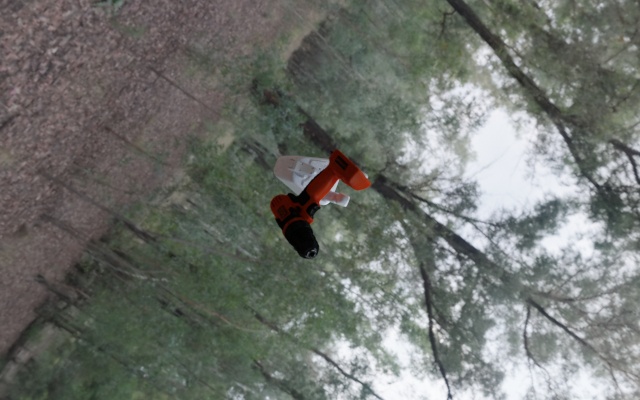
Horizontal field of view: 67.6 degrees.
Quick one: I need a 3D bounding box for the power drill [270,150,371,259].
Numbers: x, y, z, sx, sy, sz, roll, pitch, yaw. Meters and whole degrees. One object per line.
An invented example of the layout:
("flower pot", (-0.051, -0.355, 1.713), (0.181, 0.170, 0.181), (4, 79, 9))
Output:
("power drill", (0.000, 0.003, 0.895), (0.057, 0.187, 0.184), (47, 3, -41))
